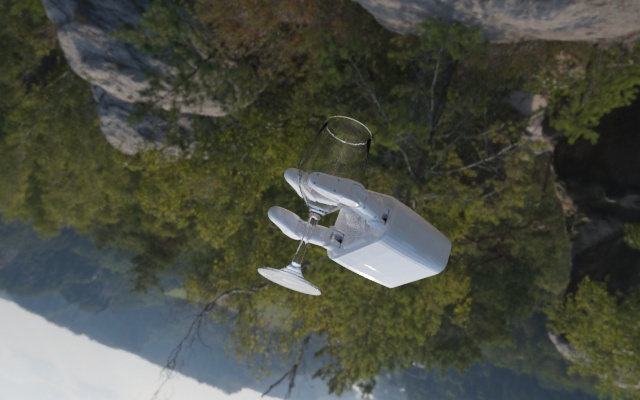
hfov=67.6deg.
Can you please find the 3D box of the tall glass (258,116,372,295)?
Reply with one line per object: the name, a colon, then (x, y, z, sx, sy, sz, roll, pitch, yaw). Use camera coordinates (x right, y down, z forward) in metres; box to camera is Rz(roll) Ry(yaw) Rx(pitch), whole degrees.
tall glass: (0.000, 0.002, 0.553, 0.079, 0.201, 0.079, 19, -20, 7)
